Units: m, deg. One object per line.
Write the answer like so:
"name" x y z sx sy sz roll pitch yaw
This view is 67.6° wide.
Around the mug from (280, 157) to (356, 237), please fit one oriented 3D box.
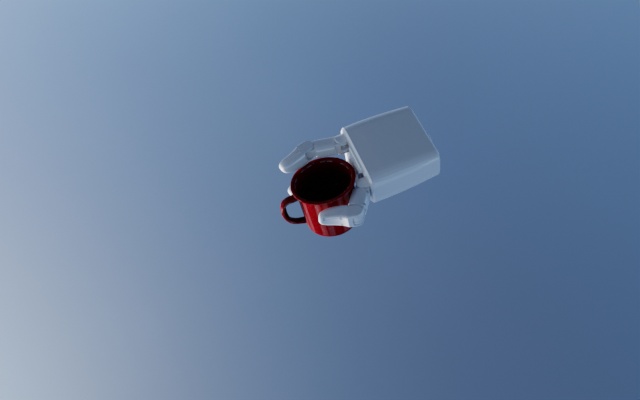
"mug" -0.001 0.003 0.688 0.117 0.082 0.093 -21 45 -4
